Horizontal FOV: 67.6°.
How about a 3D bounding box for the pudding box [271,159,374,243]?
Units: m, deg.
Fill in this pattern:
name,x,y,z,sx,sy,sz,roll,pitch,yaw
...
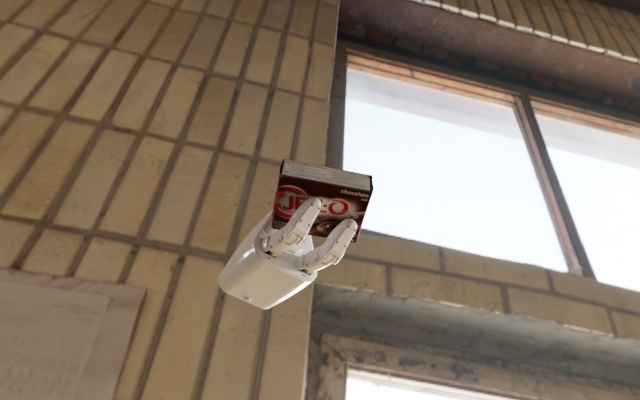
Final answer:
name,x,y,z,sx,sy,sz,roll,pitch,yaw
pudding box,0.000,0.002,0.586,0.113,0.090,0.039,9,44,-5
